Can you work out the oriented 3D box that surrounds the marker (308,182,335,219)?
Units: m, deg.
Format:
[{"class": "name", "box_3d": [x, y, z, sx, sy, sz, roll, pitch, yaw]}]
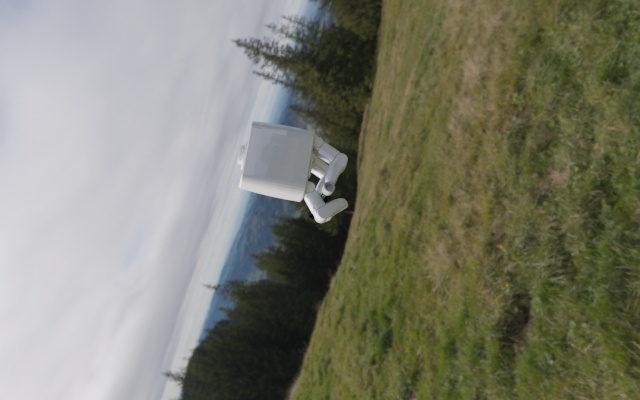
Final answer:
[{"class": "marker", "box_3d": [0.000, 0.003, 0.808, 0.020, 0.020, 0.121, 0, -24, -15]}]
